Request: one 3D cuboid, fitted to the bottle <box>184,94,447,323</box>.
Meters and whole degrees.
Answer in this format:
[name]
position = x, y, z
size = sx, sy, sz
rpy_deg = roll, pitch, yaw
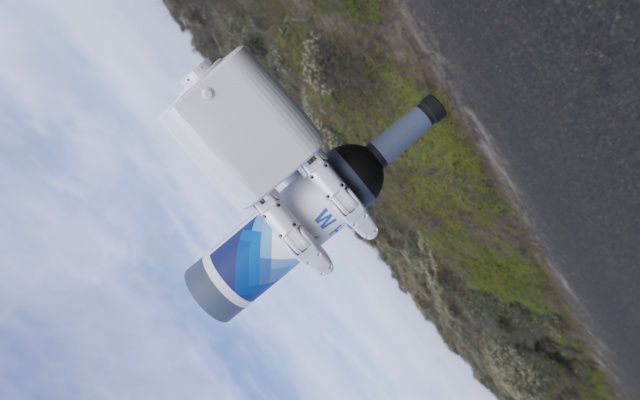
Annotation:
[bottle]
position = 0.000, 0.002, 0.469
size = 0.296, 0.069, 0.069
rpy_deg = -40, -3, 3
